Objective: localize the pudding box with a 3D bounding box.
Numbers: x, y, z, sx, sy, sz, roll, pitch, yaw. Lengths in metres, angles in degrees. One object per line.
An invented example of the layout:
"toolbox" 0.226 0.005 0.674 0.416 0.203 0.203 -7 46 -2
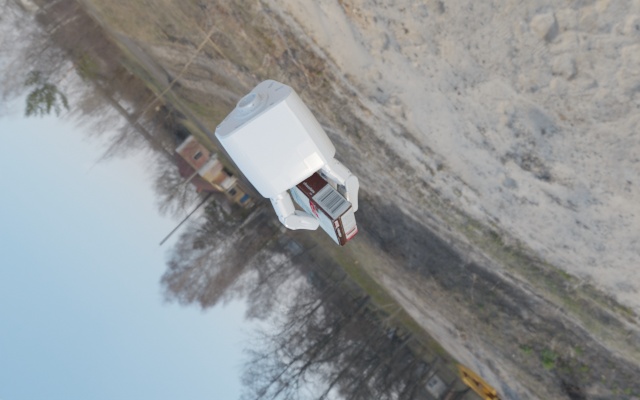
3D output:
"pudding box" 0.000 0.002 0.676 0.039 0.113 0.090 -40 -27 -10
